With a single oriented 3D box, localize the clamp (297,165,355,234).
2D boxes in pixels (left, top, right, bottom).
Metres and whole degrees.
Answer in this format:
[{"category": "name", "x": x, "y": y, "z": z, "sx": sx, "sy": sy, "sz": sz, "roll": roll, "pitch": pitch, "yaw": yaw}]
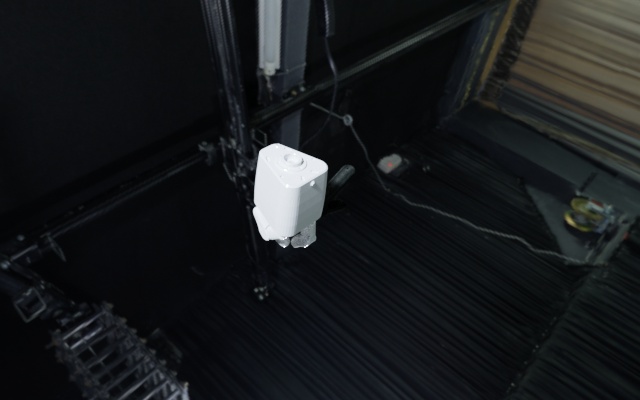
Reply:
[{"category": "clamp", "x": 0.000, "y": 0.003, "z": 0.877, "sx": 0.039, "sy": 0.120, "sz": 0.171, "roll": 35, "pitch": 46, "yaw": 26}]
